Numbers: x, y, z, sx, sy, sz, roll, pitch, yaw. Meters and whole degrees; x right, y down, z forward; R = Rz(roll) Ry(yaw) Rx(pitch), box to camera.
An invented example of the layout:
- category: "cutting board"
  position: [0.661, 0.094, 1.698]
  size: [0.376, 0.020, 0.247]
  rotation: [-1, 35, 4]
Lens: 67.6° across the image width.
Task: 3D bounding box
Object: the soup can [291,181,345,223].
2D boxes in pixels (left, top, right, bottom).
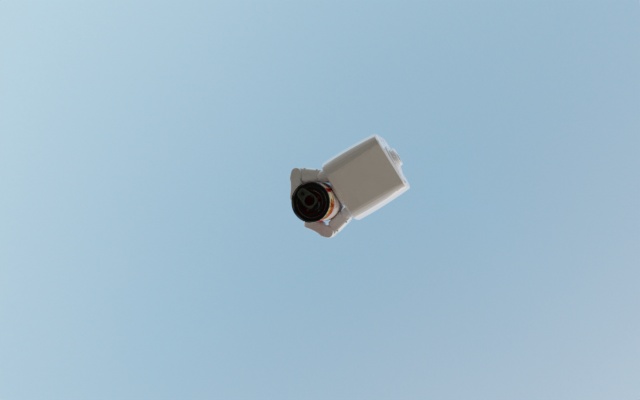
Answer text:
- category: "soup can"
  position: [0.000, 0.003, 0.823]
  size: [0.068, 0.068, 0.102]
  rotation: [0, 0, 19]
